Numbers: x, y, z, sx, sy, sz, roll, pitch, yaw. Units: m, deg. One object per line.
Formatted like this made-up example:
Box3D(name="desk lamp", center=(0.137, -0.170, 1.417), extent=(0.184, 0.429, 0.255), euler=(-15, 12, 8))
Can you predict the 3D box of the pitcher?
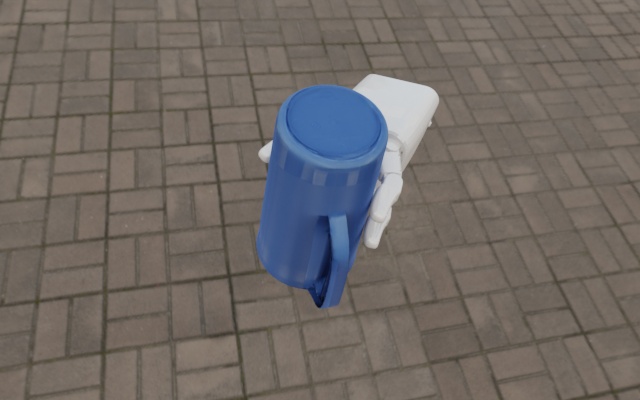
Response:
Box3D(name="pitcher", center=(0.000, 0.002, 0.536), extent=(0.149, 0.145, 0.243), euler=(32, -33, 13))
